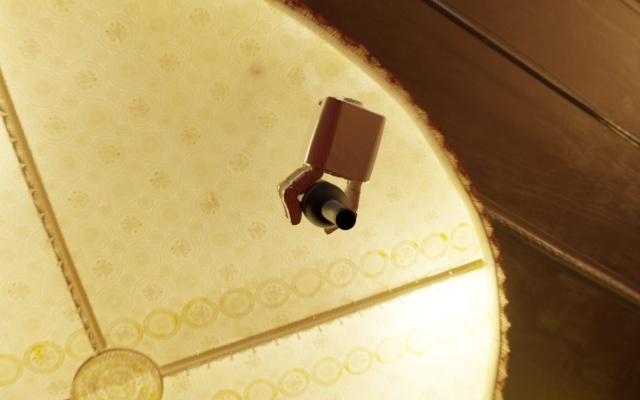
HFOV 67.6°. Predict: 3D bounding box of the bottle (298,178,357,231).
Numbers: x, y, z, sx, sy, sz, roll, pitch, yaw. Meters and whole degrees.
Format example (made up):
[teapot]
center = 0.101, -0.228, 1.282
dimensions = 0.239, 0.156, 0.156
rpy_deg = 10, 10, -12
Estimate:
[bottle]
center = 0.000, 0.002, 0.729
dimensions = 0.069, 0.069, 0.295
rpy_deg = 0, 8, -13
